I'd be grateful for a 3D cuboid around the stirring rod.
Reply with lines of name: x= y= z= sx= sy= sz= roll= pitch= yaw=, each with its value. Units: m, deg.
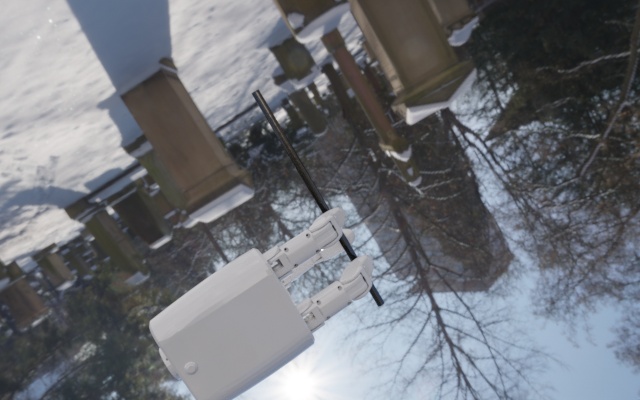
stirring rod: x=0.000 y=0.001 z=0.460 sx=0.011 sy=0.239 sz=0.011 roll=-30 pitch=9 yaw=5
